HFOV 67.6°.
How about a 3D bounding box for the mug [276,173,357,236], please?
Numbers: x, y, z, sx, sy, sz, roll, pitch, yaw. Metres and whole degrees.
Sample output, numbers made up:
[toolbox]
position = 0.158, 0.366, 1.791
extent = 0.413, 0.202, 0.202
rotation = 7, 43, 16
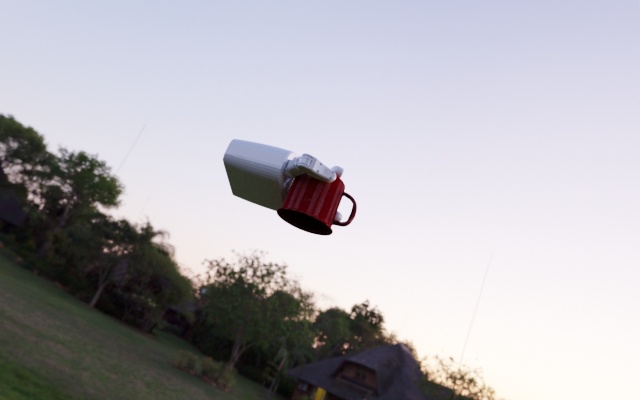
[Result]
[mug]
position = 0.002, 0.003, 0.744
extent = 0.117, 0.081, 0.093
rotation = 17, -20, 14
